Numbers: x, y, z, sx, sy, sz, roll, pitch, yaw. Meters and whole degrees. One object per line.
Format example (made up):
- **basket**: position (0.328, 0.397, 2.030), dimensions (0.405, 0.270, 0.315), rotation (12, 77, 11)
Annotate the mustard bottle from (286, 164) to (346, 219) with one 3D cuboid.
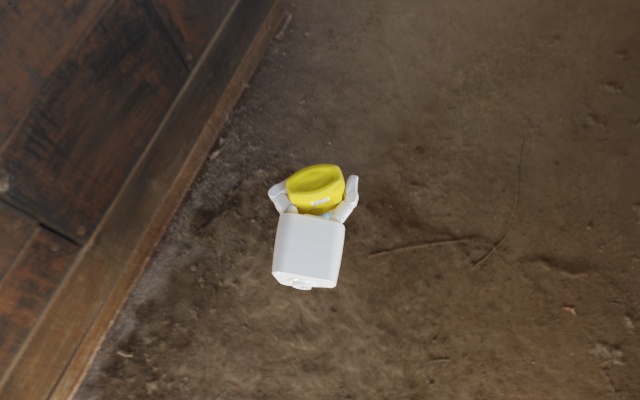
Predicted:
- **mustard bottle**: position (0.000, 0.002, 0.871), dimensions (0.096, 0.058, 0.192), rotation (-18, -24, 0)
